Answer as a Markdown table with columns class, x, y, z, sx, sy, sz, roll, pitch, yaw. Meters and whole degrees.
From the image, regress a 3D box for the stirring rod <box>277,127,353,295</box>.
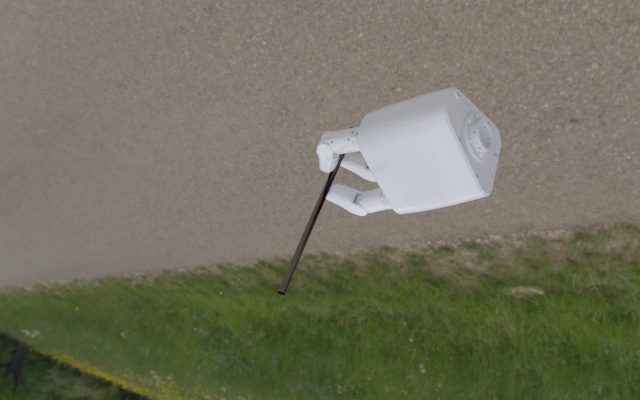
| class | x | y | z | sx | sy | sz | roll | pitch | yaw |
| --- | --- | --- | --- | --- | --- | --- | --- | --- | --- |
| stirring rod | 0.000 | 0.002 | 0.557 | 0.011 | 0.239 | 0.011 | 17 | -32 | 11 |
